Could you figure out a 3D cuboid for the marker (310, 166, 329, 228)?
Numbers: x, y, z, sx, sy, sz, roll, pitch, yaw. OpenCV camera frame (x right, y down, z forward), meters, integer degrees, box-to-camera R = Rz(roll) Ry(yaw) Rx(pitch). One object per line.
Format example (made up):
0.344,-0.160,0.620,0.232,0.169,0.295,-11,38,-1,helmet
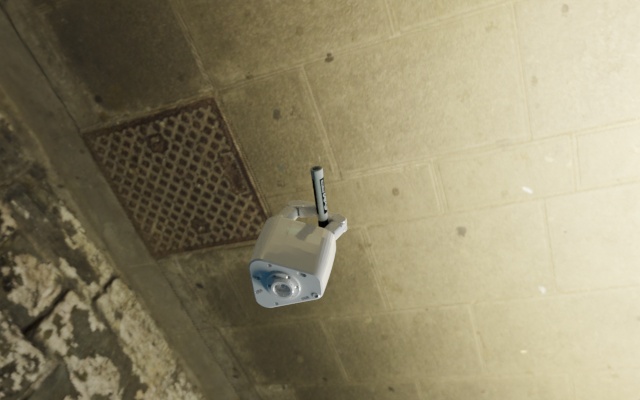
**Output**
0.000,0.002,0.758,0.020,0.121,0.020,-5,31,3,marker
